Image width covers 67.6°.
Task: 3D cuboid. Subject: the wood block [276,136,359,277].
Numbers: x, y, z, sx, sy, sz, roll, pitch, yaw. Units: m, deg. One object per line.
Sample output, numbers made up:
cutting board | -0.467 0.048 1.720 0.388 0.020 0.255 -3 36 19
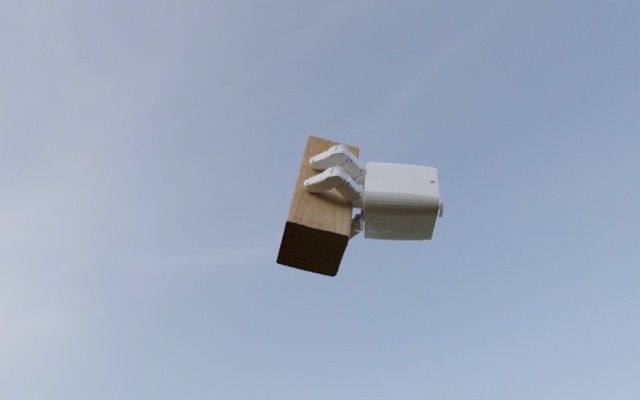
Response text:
wood block | 0.000 0.003 0.729 0.090 0.091 0.206 14 41 -2
